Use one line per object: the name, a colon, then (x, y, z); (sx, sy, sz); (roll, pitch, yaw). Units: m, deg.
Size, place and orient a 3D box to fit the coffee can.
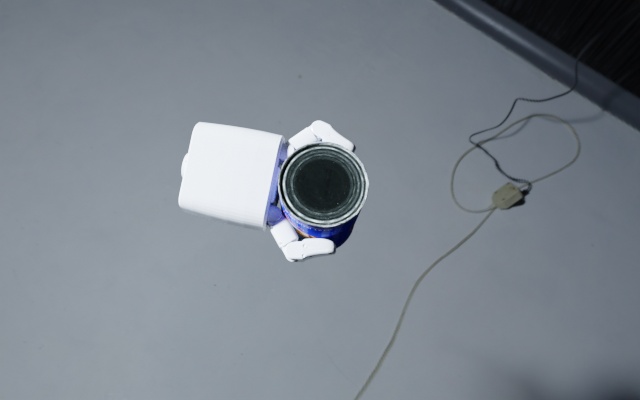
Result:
coffee can: (0.000, 0.002, 0.598); (0.103, 0.102, 0.140); (0, -18, -3)
